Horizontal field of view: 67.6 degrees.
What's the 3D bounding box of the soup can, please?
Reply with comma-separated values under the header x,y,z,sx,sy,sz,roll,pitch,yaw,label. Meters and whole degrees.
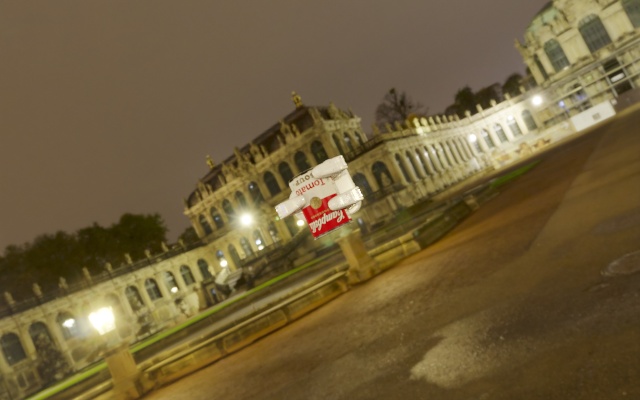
x,y,z,sx,sy,sz,roll,pitch,yaw,label
0.000,0.002,0.755,0.068,0.102,0.068,-25,-4,-2,soup can
